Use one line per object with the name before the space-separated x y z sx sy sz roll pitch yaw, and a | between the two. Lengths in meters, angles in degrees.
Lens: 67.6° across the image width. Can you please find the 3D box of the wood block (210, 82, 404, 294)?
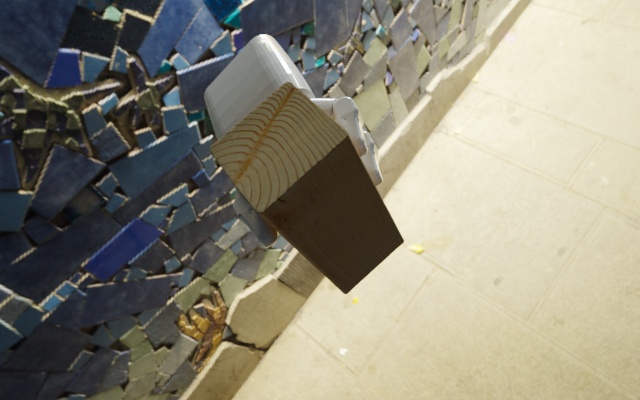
wood block | 0.000 0.001 0.455 0.090 0.091 0.206 47 -3 34
